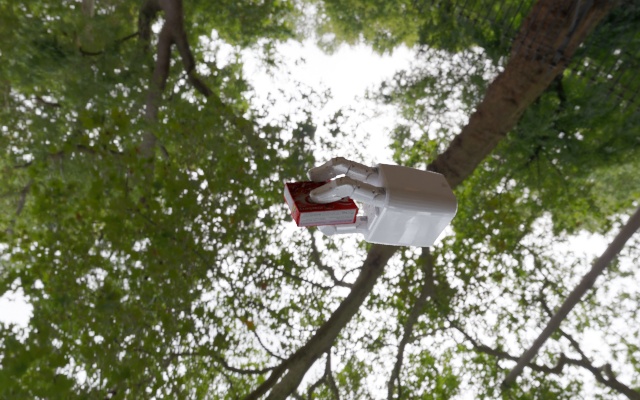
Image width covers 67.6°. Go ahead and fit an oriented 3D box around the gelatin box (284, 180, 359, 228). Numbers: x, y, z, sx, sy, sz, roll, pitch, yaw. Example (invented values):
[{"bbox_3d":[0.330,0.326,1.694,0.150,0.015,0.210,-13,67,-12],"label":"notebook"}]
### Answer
[{"bbox_3d":[0.000,0.003,0.672,0.089,0.030,0.073,-4,37,-19],"label":"gelatin box"}]
